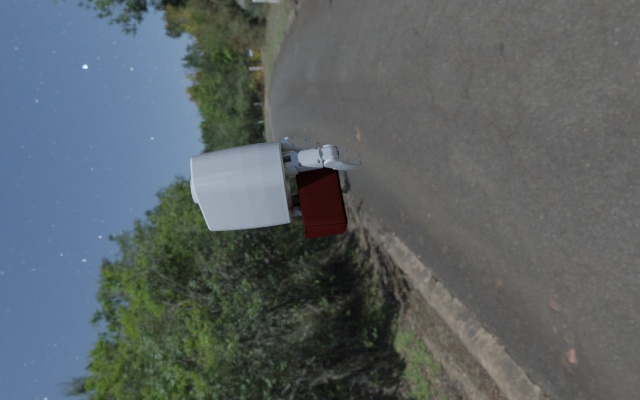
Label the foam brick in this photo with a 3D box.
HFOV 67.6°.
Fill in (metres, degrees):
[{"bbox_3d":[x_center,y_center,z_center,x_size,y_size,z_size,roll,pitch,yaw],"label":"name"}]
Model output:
[{"bbox_3d":[0.000,0.002,0.584,0.051,0.078,0.053,-8,-20,-5],"label":"foam brick"}]
